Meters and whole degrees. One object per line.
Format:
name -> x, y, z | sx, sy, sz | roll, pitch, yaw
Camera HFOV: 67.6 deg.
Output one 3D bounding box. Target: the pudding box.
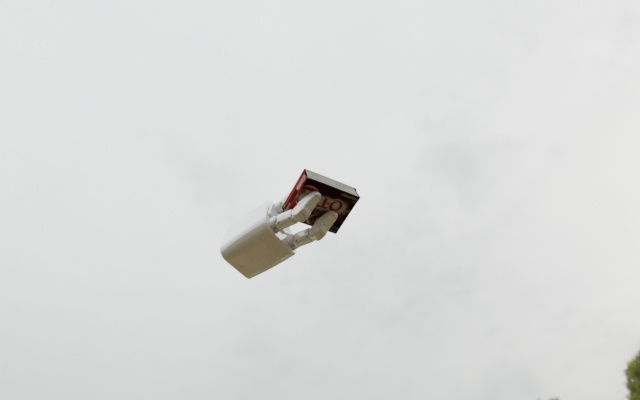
pudding box -> 0.000, 0.003, 0.857 | 0.113, 0.090, 0.039 | 18, 30, -26
